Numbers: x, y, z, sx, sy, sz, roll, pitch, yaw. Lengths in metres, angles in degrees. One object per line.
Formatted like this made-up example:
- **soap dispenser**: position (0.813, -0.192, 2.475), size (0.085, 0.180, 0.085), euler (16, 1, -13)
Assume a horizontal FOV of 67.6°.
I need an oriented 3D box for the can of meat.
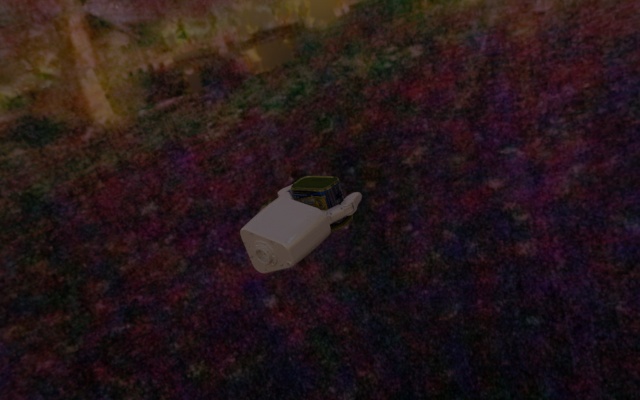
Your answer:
- **can of meat**: position (0.000, 0.003, 0.880), size (0.102, 0.084, 0.057), euler (4, 32, 42)
